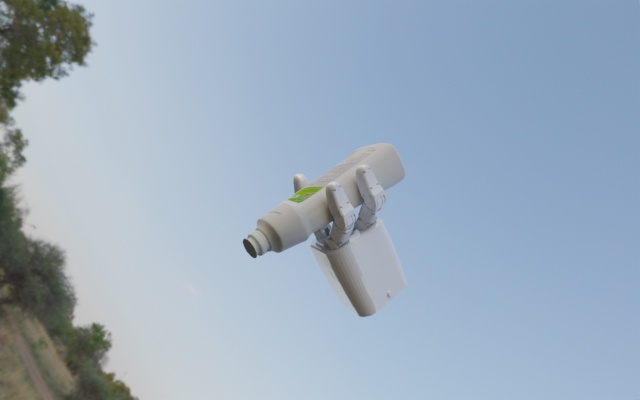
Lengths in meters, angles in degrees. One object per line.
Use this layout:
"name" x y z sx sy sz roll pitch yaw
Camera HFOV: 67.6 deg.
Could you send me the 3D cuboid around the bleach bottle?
"bleach bottle" 0.000 0.002 0.650 0.250 0.068 0.102 -32 12 -31
